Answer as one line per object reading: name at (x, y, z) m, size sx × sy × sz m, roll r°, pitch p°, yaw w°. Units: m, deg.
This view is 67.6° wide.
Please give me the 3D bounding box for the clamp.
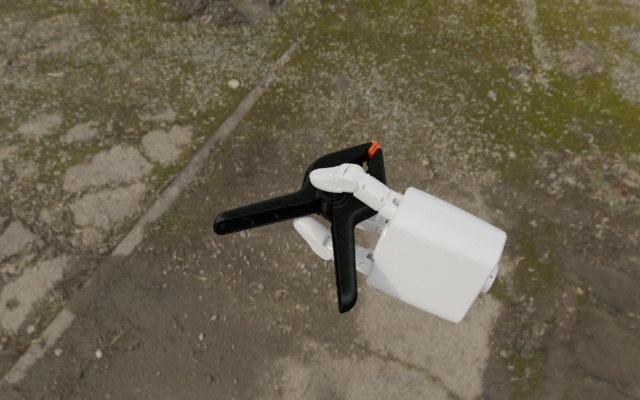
clamp at (0.001, 0.001, 0.514) m, size 0.164 × 0.210 × 0.036 m, roll 25°, pitch -37°, yaw 12°
